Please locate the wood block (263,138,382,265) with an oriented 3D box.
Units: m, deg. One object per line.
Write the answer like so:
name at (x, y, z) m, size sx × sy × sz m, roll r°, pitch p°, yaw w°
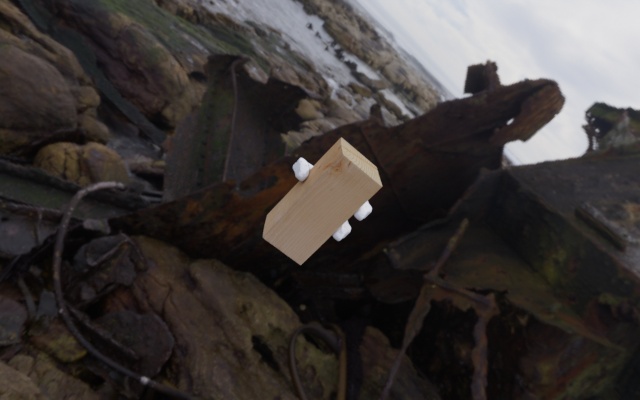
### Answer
wood block at (0.000, 0.002, 0.841) m, size 0.091 × 0.206 × 0.090 m, roll 38°, pitch 20°, yaw -17°
